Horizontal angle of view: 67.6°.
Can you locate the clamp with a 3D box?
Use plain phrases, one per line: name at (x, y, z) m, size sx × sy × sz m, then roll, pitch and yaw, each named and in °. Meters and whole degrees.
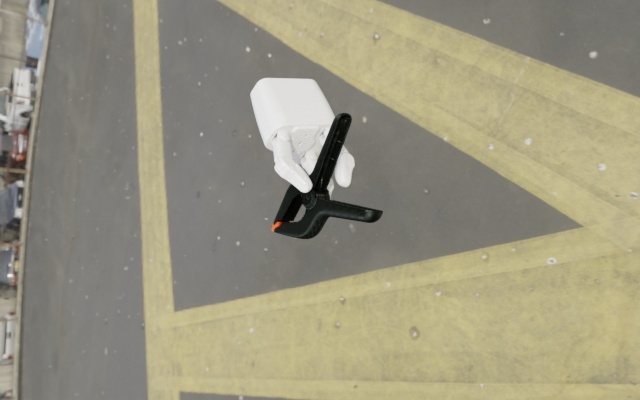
clamp at (-0.001, 0.002, 0.676) m, size 0.036 × 0.164 × 0.210 m, roll 9°, pitch -42°, yaw -39°
